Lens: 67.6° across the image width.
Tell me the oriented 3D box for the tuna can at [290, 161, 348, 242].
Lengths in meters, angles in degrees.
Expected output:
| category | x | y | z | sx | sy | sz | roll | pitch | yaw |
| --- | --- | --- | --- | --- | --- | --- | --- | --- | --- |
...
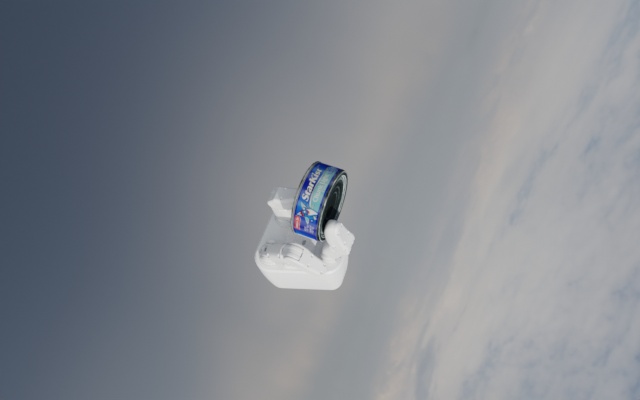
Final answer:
| category | x | y | z | sx | sy | sz | roll | pitch | yaw |
| --- | --- | --- | --- | --- | --- | --- | --- | --- | --- |
| tuna can | 0.001 | 0.002 | 0.531 | 0.034 | 0.086 | 0.086 | 19 | 5 | 15 |
